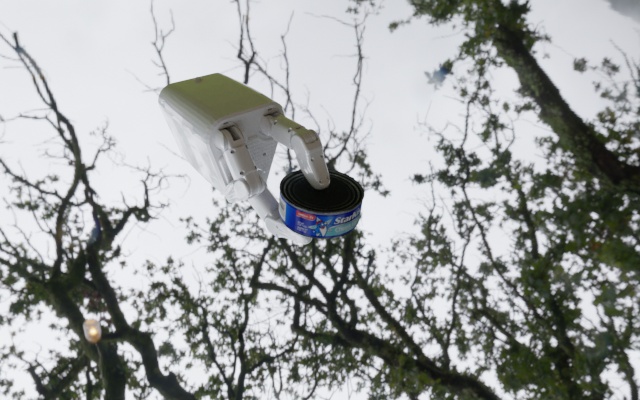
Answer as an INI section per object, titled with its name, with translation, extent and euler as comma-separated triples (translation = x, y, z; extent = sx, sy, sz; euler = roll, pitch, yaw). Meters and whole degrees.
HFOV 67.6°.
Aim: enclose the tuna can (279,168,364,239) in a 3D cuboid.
[tuna can]
translation = 0.000, 0.002, 0.487
extent = 0.086, 0.034, 0.086
euler = 5, 33, -3
